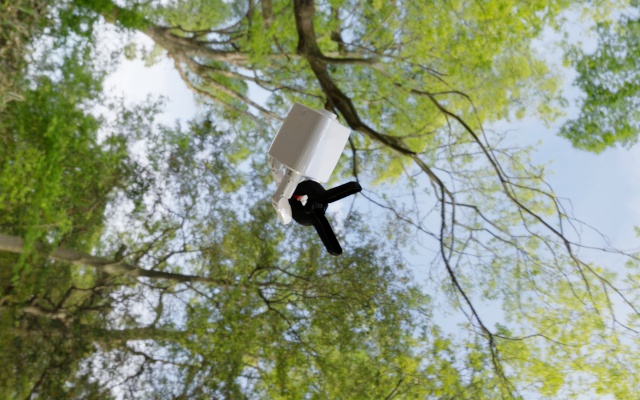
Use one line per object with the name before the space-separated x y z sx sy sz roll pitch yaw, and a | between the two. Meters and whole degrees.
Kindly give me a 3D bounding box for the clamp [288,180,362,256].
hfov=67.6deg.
clamp | 0.000 0.003 0.791 0.039 0.120 0.171 20 11 -45
